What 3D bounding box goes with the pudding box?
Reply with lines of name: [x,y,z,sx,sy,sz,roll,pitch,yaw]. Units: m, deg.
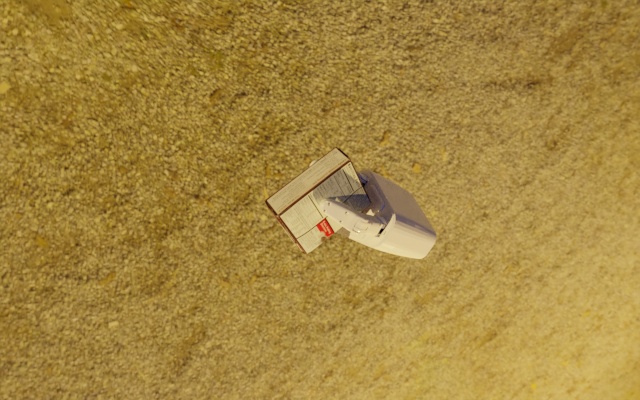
pudding box: [0.000,0.002,0.589,0.039,0.113,0.090,44,-11,44]
